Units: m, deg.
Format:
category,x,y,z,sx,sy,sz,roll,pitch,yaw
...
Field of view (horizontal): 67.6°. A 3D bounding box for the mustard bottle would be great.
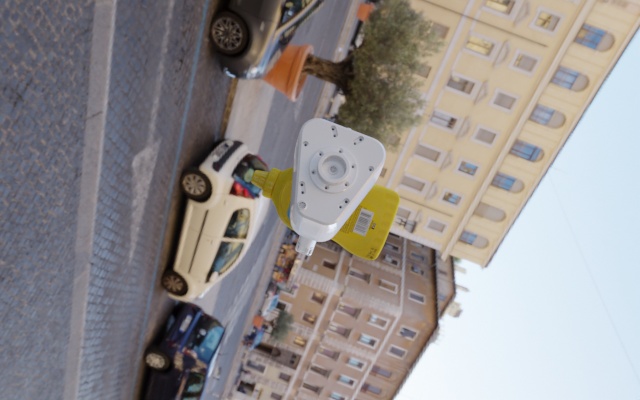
category,x,y,z,sx,sy,sz,roll,pitch,yaw
mustard bottle,0.000,0.002,0.631,0.191,0.096,0.058,21,12,1
